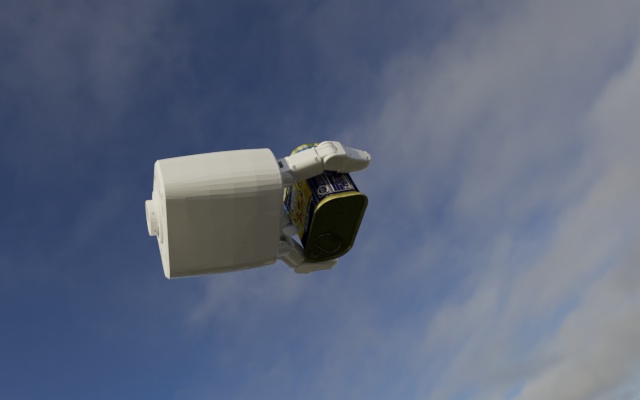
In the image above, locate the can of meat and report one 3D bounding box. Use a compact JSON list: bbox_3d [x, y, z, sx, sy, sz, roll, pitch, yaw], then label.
[{"bbox_3d":[0.000,0.001,0.509,0.057,0.084,0.102,-10,-41,-22],"label":"can of meat"}]
